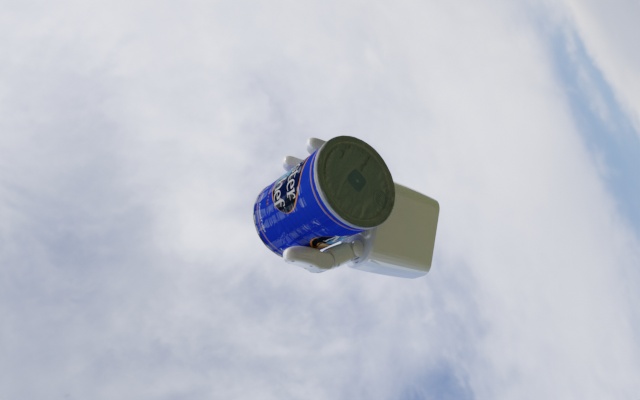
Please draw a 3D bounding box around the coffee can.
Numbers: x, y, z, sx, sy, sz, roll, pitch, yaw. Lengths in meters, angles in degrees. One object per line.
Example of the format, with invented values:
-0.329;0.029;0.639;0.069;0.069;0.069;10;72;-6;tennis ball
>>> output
0.000;0.002;0.544;0.103;0.102;0.140;0;-19;-36;coffee can
